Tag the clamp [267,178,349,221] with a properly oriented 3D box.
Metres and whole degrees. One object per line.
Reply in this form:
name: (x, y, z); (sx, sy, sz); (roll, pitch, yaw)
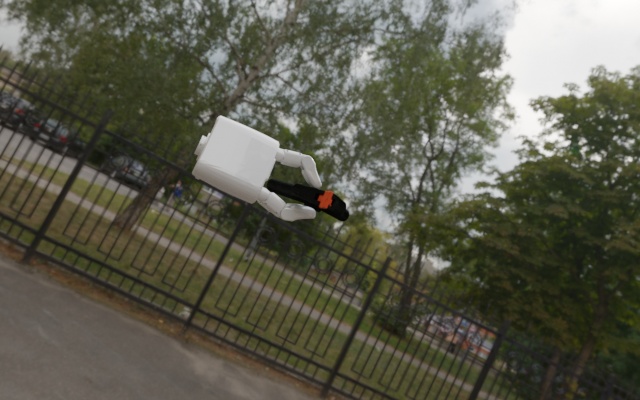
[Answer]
clamp: (0.000, 0.002, 0.811); (0.164, 0.036, 0.210); (22, -4, -16)
